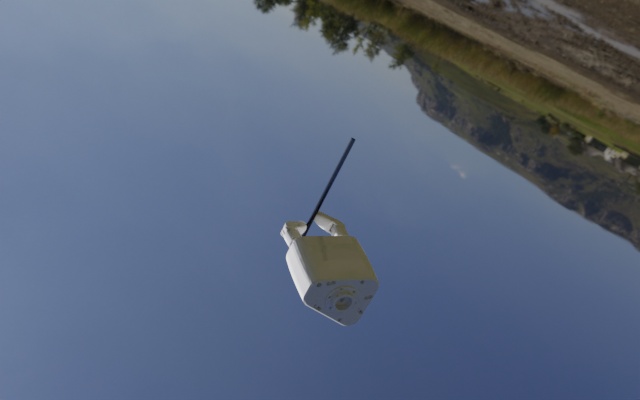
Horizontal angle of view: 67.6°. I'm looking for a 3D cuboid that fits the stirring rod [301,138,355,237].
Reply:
[{"bbox_3d":[0.000,0.003,0.797,0.011,0.240,0.011,24,21,-10],"label":"stirring rod"}]
